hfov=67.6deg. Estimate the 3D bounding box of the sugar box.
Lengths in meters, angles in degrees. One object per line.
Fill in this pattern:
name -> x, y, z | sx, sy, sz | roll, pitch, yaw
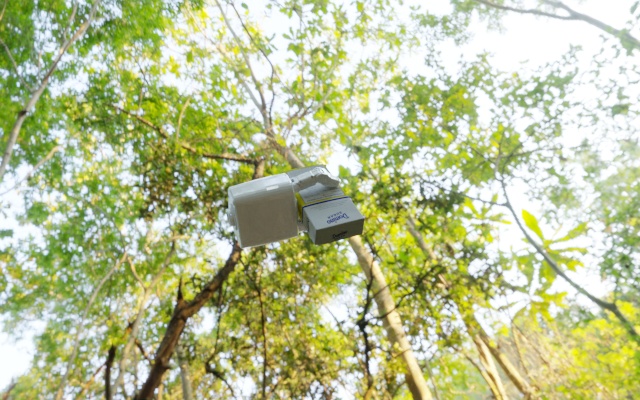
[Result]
sugar box -> 0.000, 0.003, 0.871 | 0.093, 0.048, 0.176 | -12, 44, -19
